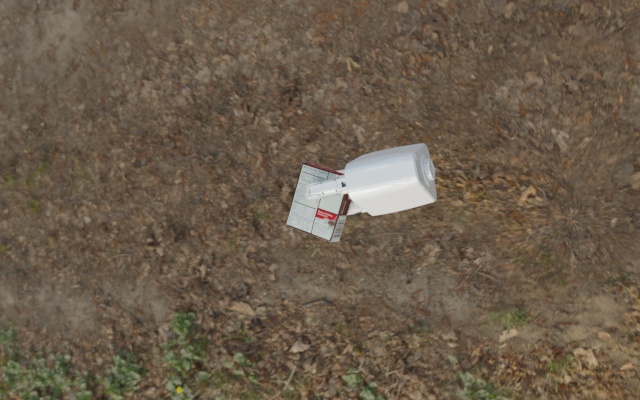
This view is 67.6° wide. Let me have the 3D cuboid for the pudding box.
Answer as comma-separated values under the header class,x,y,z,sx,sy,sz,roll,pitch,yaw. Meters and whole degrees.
class,x,y,z,sx,sy,sz,roll,pitch,yaw
pudding box,0.000,0.003,0.787,0.090,0.113,0.039,19,6,24
